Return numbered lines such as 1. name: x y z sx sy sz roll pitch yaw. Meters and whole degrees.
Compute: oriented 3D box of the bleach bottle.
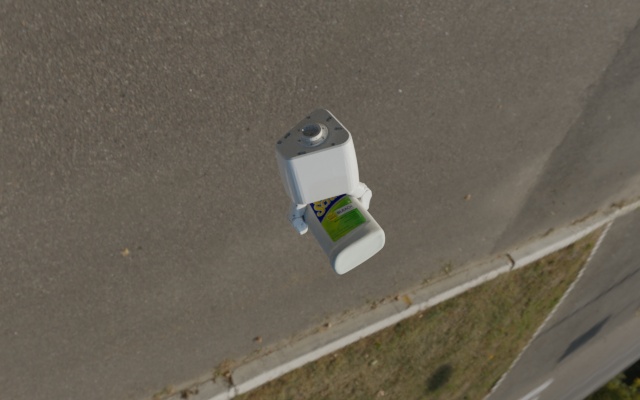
1. bleach bottle: 0.000 0.003 0.821 0.102 0.250 0.068 -30 -36 -12
